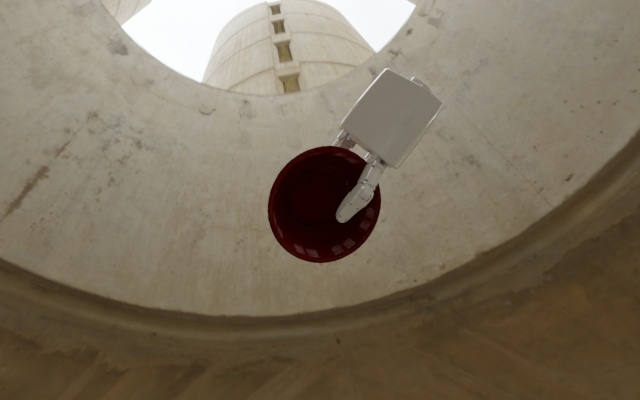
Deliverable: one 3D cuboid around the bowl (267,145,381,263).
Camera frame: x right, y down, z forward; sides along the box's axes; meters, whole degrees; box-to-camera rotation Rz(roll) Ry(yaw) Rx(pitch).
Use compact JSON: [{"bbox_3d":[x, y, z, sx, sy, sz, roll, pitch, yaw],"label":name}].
[{"bbox_3d":[-0.001,0.003,0.663,0.162,0.162,0.055,0,12,-20],"label":"bowl"}]
